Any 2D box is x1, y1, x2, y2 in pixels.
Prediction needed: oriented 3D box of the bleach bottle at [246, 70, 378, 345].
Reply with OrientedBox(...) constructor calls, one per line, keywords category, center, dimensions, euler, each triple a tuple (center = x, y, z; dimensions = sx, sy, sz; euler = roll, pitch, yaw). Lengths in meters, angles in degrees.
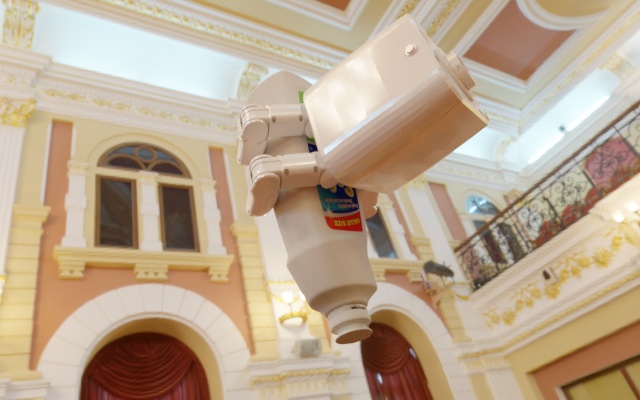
OrientedBox(category="bleach bottle", center=(0.000, 0.001, 0.420), dimensions=(0.068, 0.250, 0.102), euler=(-34, -37, 25))
